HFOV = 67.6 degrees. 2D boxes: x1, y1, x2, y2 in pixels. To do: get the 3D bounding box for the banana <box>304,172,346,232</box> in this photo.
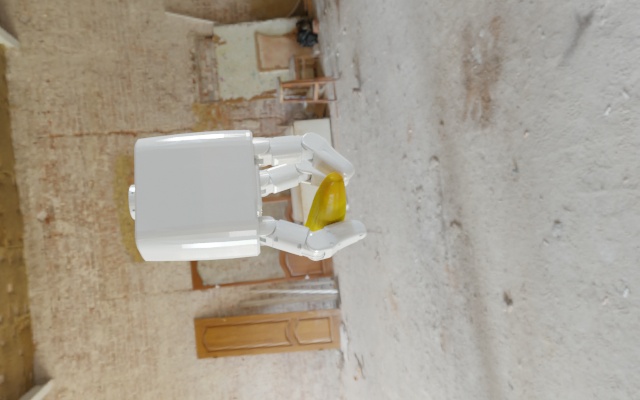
[{"bbox_3d":[0.001,0.021,0.513,0.037,0.069,0.198,-2,-7,-5],"label":"banana"}]
